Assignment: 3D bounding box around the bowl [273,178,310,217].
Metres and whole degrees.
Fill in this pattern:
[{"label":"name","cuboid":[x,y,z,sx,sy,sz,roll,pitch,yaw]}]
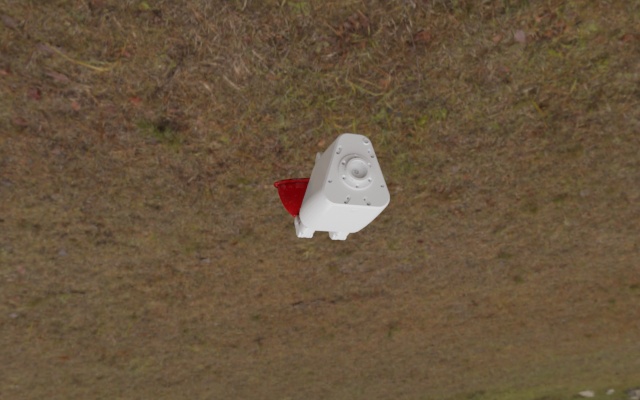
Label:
[{"label":"bowl","cuboid":[0.000,0.003,0.804,0.162,0.055,0.162,3,-7,0]}]
